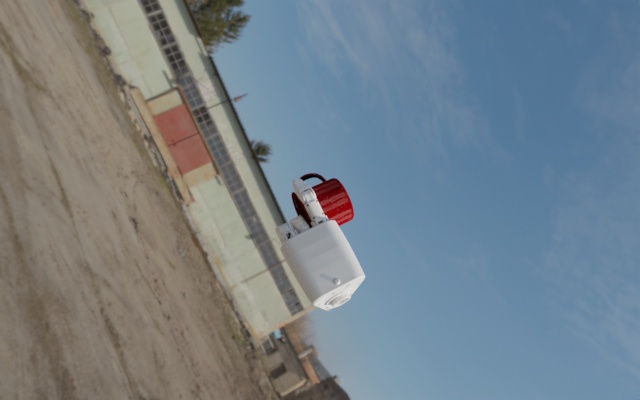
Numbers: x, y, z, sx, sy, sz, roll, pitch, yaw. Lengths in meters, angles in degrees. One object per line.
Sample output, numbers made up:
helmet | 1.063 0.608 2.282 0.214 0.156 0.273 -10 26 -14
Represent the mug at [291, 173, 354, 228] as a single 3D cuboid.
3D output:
mug | 0.000 0.002 0.834 0.081 0.117 0.093 -24 -24 -12
